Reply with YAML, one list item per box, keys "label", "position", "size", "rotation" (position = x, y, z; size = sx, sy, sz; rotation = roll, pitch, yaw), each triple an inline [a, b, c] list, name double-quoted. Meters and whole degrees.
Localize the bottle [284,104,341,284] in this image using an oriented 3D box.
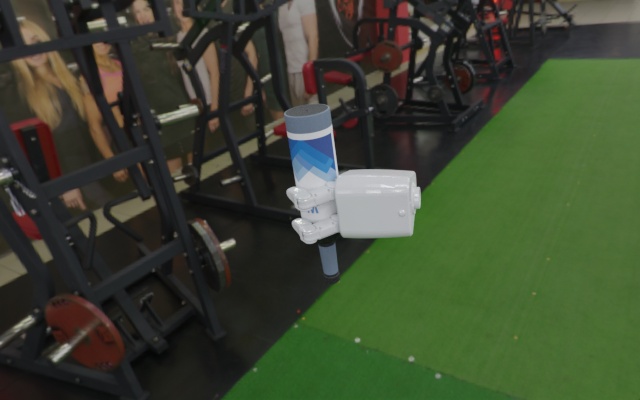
- label: "bottle"
  position: [0.000, 0.002, 0.746]
  size: [0.069, 0.296, 0.069]
  rotation: [-7, 25, 3]
